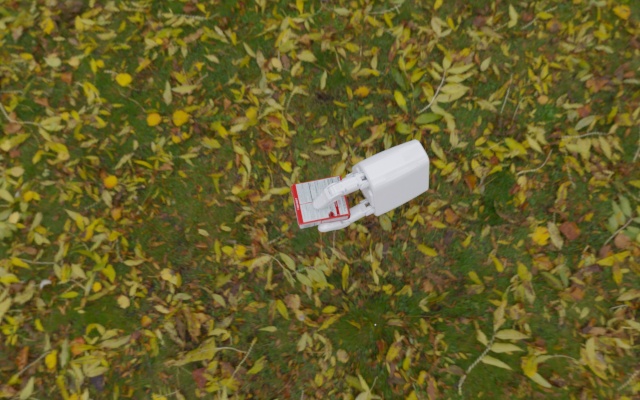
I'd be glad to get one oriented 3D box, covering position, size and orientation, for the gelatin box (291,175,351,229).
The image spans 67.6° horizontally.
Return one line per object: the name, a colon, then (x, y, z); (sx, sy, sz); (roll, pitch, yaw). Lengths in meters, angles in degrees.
gelatin box: (0.000, 0.003, 0.810); (0.089, 0.073, 0.030); (-11, -17, -5)
